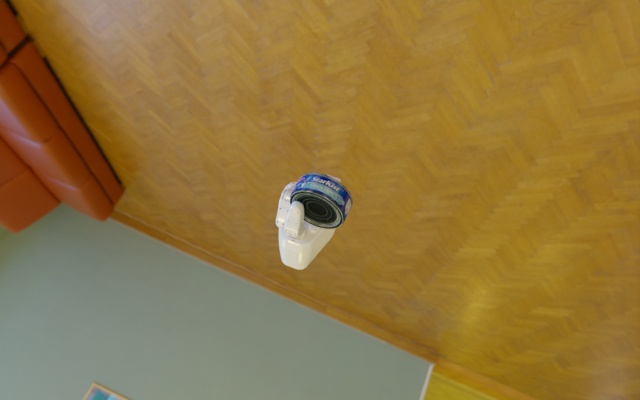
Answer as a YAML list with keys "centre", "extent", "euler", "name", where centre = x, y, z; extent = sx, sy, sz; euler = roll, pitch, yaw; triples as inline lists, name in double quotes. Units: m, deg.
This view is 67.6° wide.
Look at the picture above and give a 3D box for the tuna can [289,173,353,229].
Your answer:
- centre: [0.000, 0.003, 0.674]
  extent: [0.086, 0.033, 0.086]
  euler: [19, -34, 13]
  name: "tuna can"
